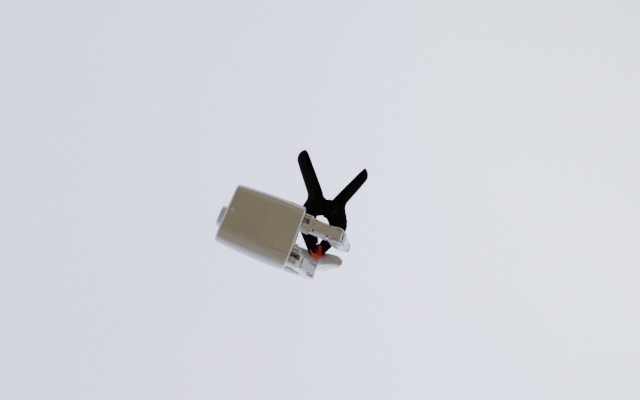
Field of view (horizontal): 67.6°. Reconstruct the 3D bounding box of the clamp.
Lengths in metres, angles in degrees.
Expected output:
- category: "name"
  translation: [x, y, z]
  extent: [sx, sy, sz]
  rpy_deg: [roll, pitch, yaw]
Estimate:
- category: "clamp"
  translation: [0.000, 0.003, 0.757]
  extent: [0.120, 0.171, 0.039]
  rpy_deg: [22, -23, -5]
